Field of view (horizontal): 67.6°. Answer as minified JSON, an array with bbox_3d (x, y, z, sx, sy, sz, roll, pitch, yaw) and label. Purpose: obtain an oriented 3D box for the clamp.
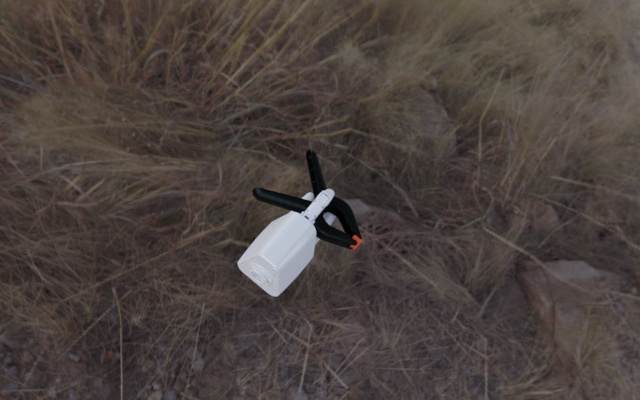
[{"bbox_3d":[0.001,0.003,0.890,0.164,0.210,0.036,-49,-4,-35],"label":"clamp"}]
